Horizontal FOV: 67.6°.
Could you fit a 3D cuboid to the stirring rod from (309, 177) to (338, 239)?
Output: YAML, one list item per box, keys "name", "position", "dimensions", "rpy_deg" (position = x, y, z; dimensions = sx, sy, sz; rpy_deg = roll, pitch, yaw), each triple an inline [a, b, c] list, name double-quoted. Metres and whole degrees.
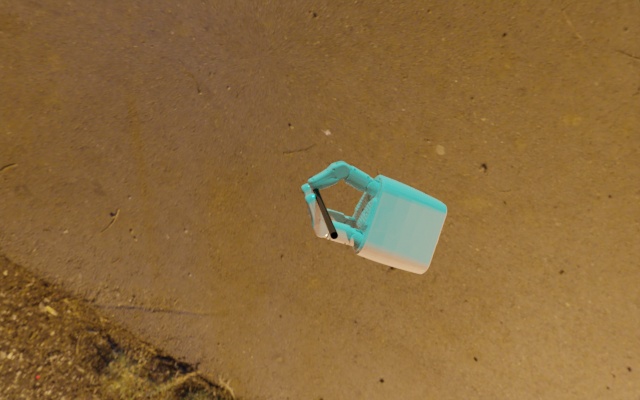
- name: "stirring rod"
  position: [0.000, 0.002, 0.601]
  dimensions: [0.011, 0.011, 0.239]
  rpy_deg: [0, 16, -7]
